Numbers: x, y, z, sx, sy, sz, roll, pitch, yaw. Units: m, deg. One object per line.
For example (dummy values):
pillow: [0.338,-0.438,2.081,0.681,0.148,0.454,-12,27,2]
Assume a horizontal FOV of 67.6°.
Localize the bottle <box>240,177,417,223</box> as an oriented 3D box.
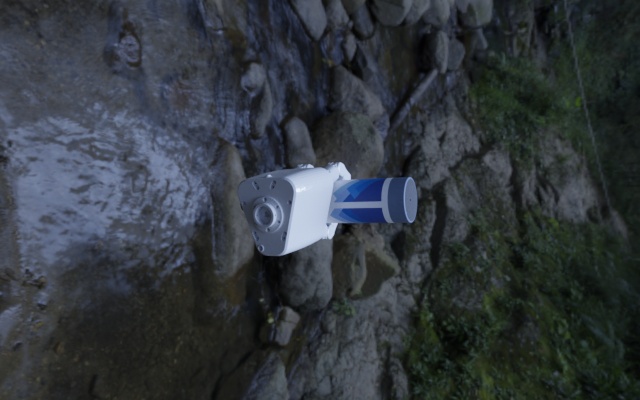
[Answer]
bottle: [0.000,0.002,0.758,0.296,0.069,0.069,-1,-1,27]
